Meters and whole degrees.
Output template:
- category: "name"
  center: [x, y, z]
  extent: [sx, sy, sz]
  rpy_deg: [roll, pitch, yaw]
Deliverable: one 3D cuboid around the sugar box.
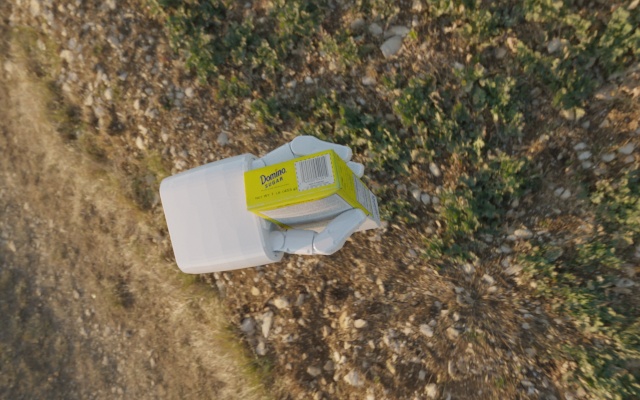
- category: "sugar box"
  center: [0.000, 0.001, 0.509]
  extent: [0.093, 0.048, 0.176]
  rpy_deg: [-12, -15, 15]
